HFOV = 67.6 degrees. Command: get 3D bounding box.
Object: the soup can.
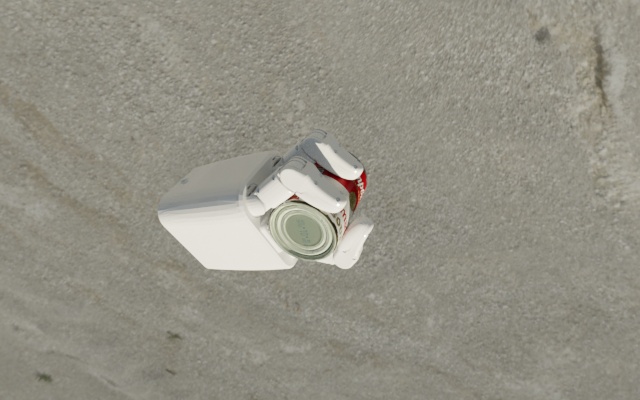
[{"bbox_3d":[0.000,0.002,0.461,0.068,0.068,0.102,0,33,23],"label":"soup can"}]
